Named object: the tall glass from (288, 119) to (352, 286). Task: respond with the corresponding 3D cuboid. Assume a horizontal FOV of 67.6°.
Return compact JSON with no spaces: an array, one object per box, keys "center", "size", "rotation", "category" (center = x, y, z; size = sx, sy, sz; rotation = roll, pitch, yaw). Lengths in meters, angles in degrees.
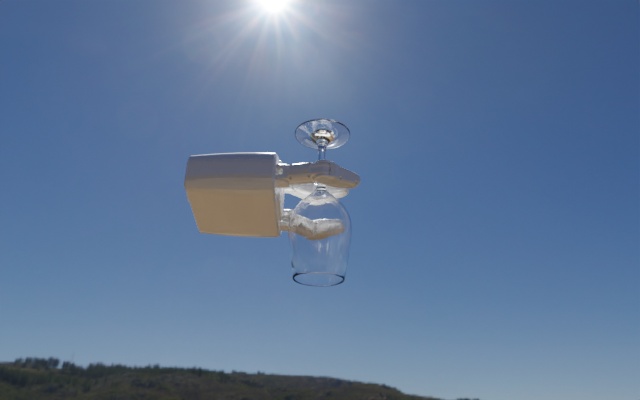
[{"center":[0.000,0.001,0.597],"size":[0.079,0.201,0.079],"rotation":[1,-25,0],"category":"tall glass"}]
